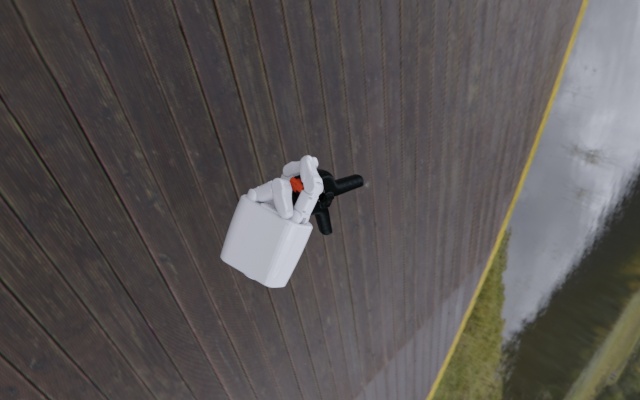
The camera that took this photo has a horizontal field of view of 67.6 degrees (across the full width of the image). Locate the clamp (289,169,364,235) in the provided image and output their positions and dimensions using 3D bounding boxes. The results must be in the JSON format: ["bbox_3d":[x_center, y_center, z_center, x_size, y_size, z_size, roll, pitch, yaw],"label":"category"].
[{"bbox_3d":[0.001,0.003,0.778,0.039,0.120,0.171,30,12,35],"label":"clamp"}]
